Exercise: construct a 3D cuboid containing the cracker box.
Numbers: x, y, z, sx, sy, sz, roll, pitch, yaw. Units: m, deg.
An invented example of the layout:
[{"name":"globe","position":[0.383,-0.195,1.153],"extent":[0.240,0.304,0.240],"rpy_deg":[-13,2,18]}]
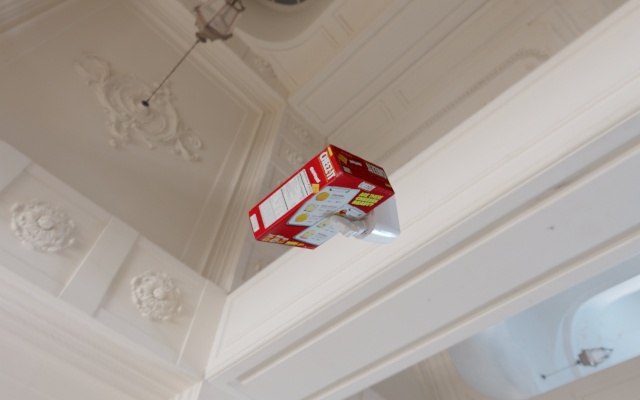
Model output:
[{"name":"cracker box","position":[0.000,0.003,0.865],"extent":[0.214,0.072,0.164],"rpy_deg":[-38,-32,27]}]
